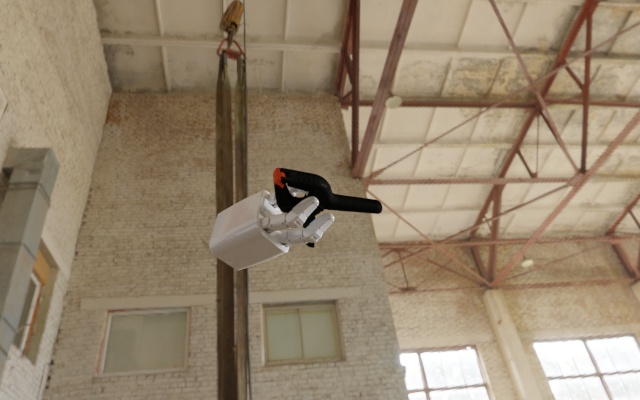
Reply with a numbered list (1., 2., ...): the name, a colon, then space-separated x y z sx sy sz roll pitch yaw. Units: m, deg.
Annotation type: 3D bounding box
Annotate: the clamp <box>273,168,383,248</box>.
1. clamp: 0.000 0.002 0.810 0.164 0.036 0.210 -25 -40 17
